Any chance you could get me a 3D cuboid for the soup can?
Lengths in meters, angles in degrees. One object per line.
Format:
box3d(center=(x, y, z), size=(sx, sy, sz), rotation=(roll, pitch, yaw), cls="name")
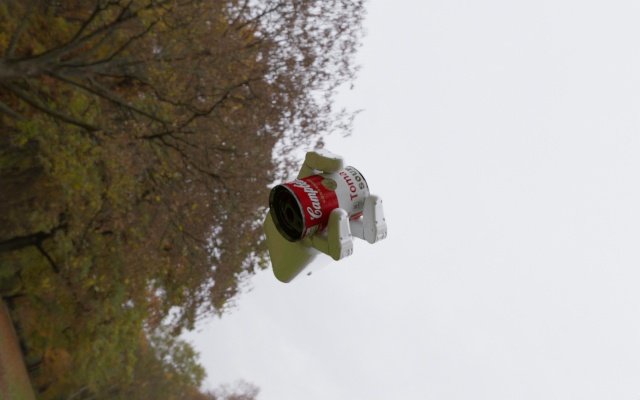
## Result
box3d(center=(0.000, 0.001, 0.563), size=(0.102, 0.068, 0.068), rotation=(-19, 11, -34), cls="soup can")
